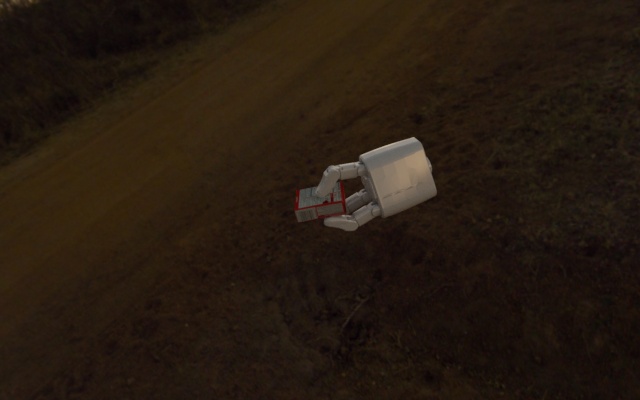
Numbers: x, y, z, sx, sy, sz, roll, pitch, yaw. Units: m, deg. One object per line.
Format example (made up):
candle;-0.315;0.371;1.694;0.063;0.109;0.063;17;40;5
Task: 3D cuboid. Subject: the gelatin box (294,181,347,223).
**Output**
gelatin box;0.000;0.002;0.849;0.089;0.030;0.073;-11;29;6
